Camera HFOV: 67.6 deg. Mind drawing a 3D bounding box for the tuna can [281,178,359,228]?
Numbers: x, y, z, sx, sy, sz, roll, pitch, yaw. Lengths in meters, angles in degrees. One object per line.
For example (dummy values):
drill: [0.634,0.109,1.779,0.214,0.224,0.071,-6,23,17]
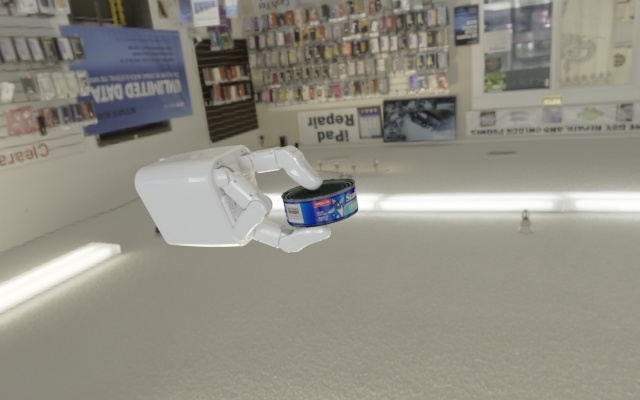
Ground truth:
tuna can: [0.000,0.002,0.543,0.086,0.034,0.086,-11,13,3]
